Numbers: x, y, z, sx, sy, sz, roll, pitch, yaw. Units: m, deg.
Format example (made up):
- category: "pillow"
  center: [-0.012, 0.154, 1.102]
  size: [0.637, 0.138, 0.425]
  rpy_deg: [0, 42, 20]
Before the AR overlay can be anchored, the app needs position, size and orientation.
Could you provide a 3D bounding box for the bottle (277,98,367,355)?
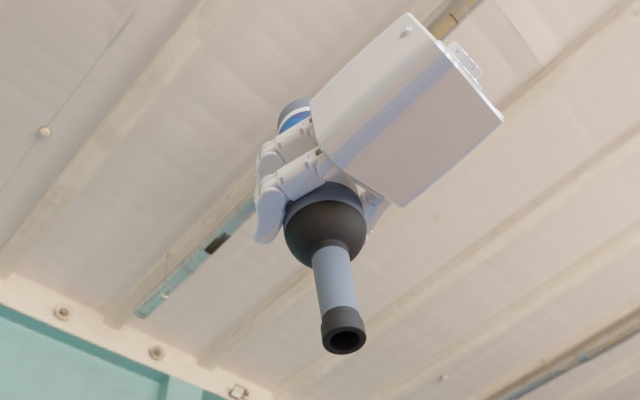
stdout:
- category: "bottle"
  center: [0.000, 0.001, 0.409]
  size: [0.069, 0.069, 0.295]
  rpy_deg: [0, 35, -7]
